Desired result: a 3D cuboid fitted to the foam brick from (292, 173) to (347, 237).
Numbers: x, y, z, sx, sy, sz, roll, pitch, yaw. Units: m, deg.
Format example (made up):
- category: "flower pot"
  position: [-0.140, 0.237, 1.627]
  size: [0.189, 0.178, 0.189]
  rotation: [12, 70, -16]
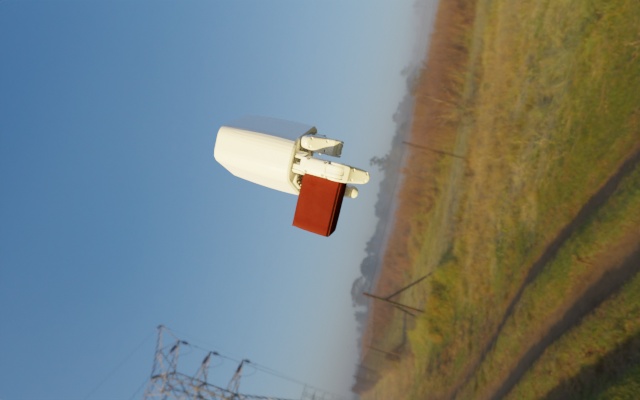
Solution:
- category: "foam brick"
  position: [0.000, 0.002, 0.639]
  size: [0.051, 0.078, 0.053]
  rotation: [14, 7, 11]
